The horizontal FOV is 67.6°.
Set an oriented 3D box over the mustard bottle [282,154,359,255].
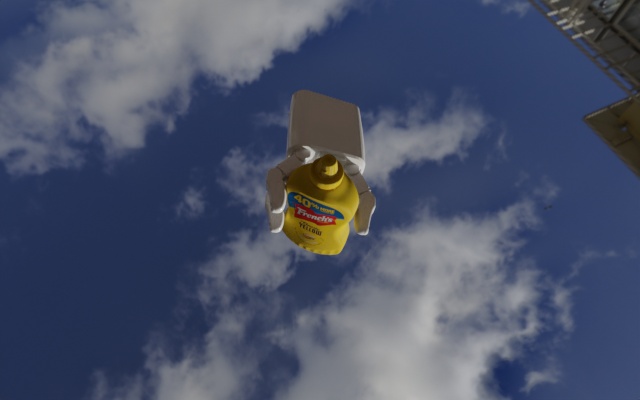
[{"bbox_3d":[0.000,0.002,0.627,0.096,0.058,0.192,24,-31,8],"label":"mustard bottle"}]
